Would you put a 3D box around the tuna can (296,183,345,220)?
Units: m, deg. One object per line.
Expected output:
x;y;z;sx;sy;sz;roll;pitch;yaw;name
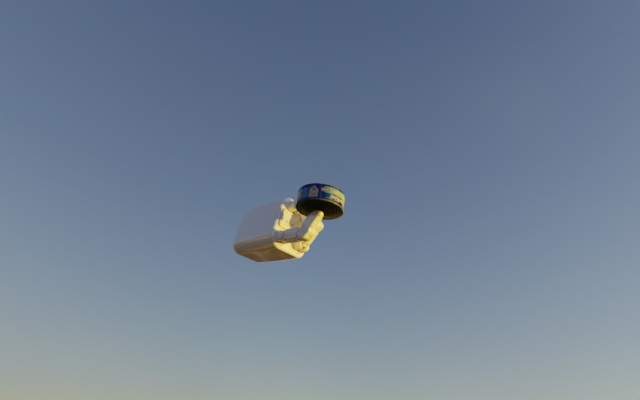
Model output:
0.000;0.002;0.853;0.086;0.033;0.086;6;-26;3;tuna can
